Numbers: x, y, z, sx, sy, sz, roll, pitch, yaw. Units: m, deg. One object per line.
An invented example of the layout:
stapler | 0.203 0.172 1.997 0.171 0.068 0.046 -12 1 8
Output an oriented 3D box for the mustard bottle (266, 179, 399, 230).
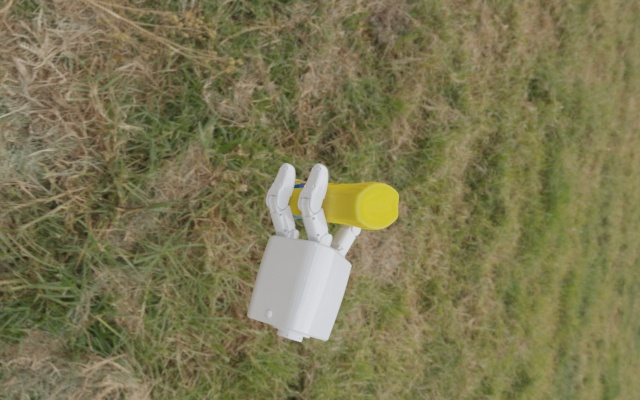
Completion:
mustard bottle | 0.000 0.002 0.633 0.191 0.058 0.096 4 5 40
